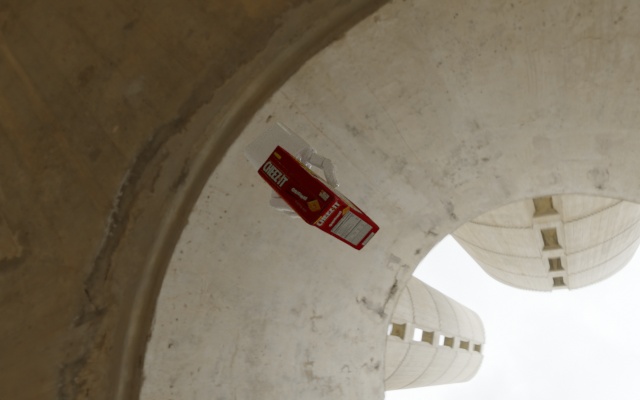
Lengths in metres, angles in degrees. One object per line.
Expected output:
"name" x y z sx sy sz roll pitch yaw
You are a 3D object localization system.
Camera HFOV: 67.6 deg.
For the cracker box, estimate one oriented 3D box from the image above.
"cracker box" 0.000 0.003 0.898 0.164 0.072 0.214 42 5 32
